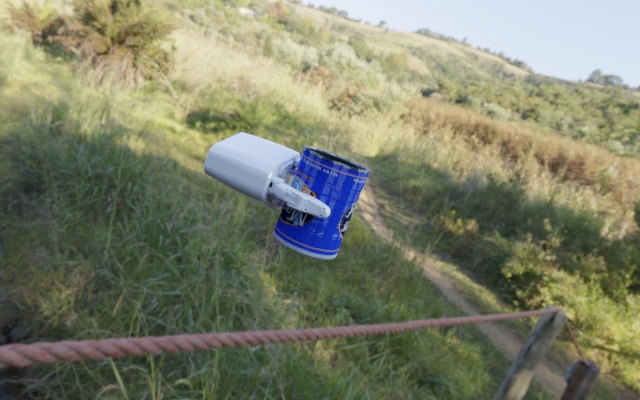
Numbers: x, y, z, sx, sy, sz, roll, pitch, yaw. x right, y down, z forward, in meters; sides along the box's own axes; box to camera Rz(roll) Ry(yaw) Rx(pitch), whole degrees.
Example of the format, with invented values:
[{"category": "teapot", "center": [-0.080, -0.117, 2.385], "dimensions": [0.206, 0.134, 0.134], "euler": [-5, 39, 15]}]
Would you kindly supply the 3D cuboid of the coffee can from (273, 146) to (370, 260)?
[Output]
[{"category": "coffee can", "center": [0.000, 0.003, 0.708], "dimensions": [0.103, 0.140, 0.102], "euler": [20, 11, -4]}]
